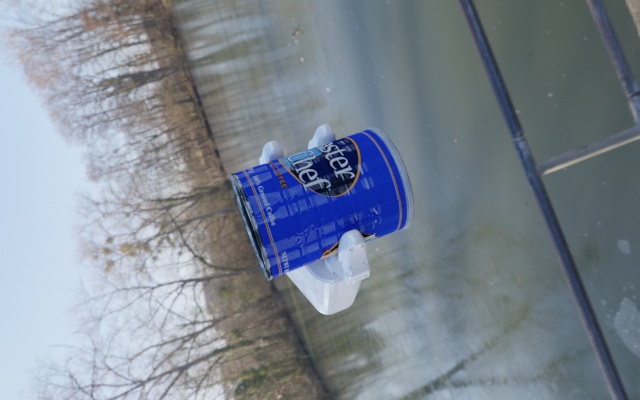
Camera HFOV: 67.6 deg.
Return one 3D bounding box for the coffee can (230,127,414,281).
[{"bbox_3d":[0.000,0.001,0.444,0.140,0.103,0.103,-19,4,-12],"label":"coffee can"}]
